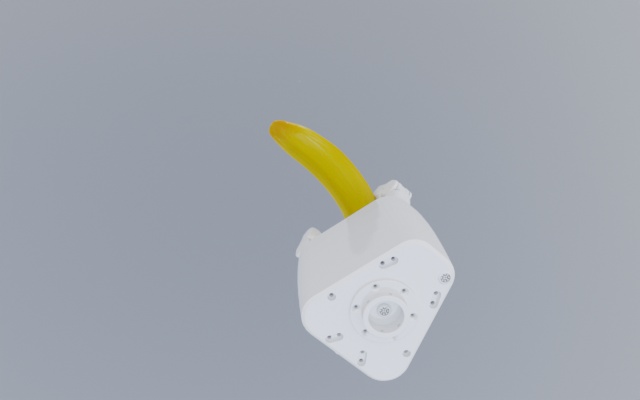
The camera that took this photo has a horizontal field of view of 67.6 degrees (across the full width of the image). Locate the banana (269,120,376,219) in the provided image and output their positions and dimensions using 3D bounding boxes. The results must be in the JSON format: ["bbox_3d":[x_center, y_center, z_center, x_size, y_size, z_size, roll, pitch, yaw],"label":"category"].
[{"bbox_3d":[0.018,-0.003,0.495,0.069,0.198,0.037,-24,16,7],"label":"banana"}]
